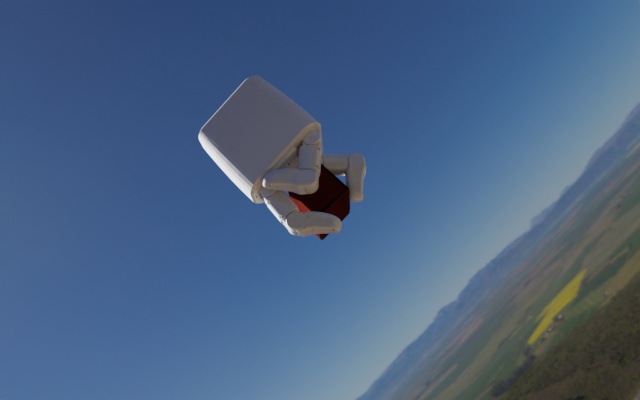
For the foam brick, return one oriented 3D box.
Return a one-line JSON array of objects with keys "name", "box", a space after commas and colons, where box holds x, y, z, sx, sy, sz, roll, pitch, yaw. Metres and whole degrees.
[{"name": "foam brick", "box": [0.000, 0.002, 0.579, 0.051, 0.053, 0.078, 42, -16, 20]}]
